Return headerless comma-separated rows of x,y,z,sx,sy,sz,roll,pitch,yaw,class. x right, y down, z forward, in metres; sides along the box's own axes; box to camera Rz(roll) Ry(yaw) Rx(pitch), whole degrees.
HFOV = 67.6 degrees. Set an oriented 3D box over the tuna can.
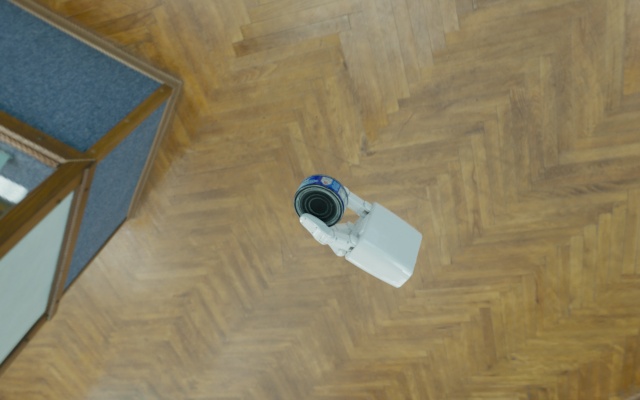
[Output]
0.000,0.003,0.775,0.086,0.086,0.033,0,32,18,tuna can
